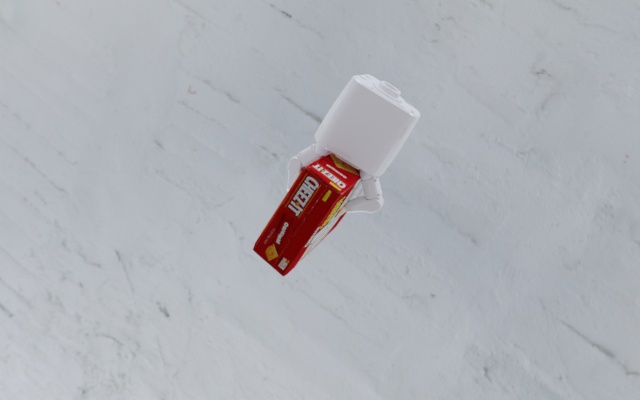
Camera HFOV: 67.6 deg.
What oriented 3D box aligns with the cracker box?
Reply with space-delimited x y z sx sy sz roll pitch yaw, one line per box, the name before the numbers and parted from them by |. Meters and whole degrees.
cracker box | 0.000 0.003 0.753 0.072 0.164 0.213 38 26 8
